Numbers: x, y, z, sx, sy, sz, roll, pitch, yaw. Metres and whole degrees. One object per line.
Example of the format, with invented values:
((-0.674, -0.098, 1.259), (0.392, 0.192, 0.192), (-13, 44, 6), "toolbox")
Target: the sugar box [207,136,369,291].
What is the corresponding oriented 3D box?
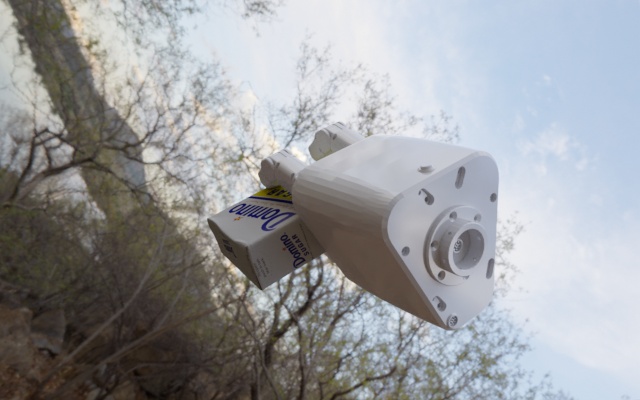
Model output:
((0.000, 0.001, 0.410), (0.176, 0.048, 0.093), (-27, 24, -23), "sugar box")
